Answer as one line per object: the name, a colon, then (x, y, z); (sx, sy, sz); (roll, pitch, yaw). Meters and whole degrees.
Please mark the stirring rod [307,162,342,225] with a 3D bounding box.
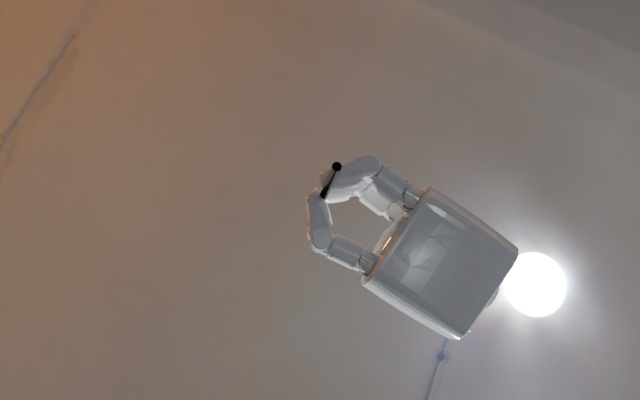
stirring rod: (0.000, 0.002, 0.498); (0.011, 0.011, 0.239); (0, -14, -6)
